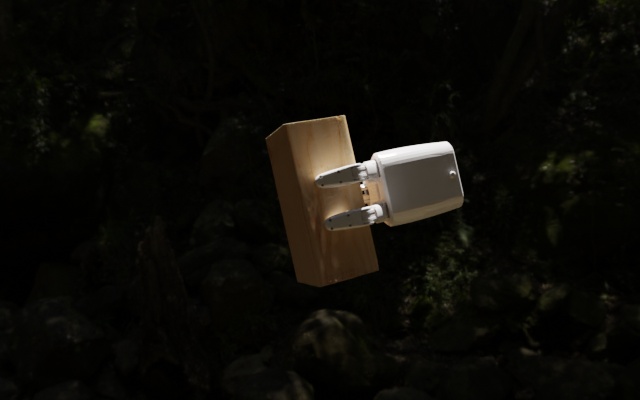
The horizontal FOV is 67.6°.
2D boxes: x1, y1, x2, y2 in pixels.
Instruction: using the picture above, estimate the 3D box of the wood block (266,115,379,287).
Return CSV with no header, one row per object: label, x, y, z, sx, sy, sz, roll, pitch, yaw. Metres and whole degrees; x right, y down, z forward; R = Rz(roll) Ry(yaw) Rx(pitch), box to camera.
wood block,0.000,0.002,0.644,0.090,0.206,0.091,-12,0,-21
